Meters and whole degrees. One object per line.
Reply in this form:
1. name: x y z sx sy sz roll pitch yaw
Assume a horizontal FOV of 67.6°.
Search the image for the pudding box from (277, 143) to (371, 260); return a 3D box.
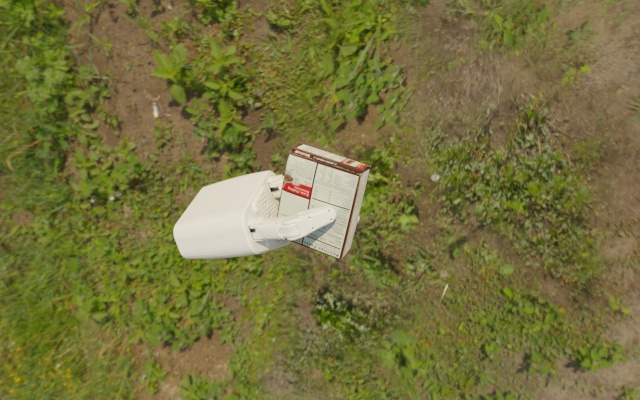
1. pudding box: 0.000 0.002 0.549 0.090 0.113 0.039 19 27 14
